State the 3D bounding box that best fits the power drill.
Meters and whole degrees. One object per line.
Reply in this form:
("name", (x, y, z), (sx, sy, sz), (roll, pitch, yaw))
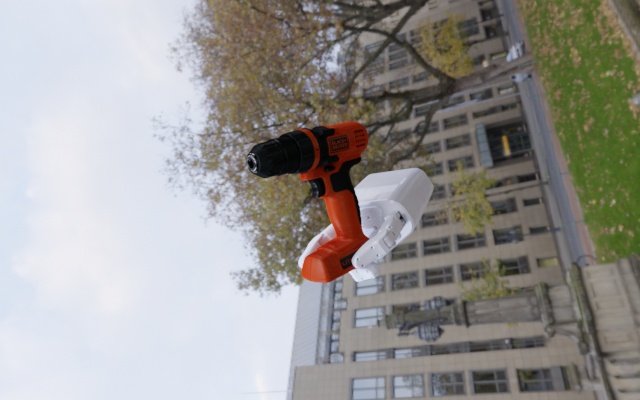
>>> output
("power drill", (0.000, 0.002, 0.593), (0.184, 0.188, 0.057), (-20, 17, -40))
